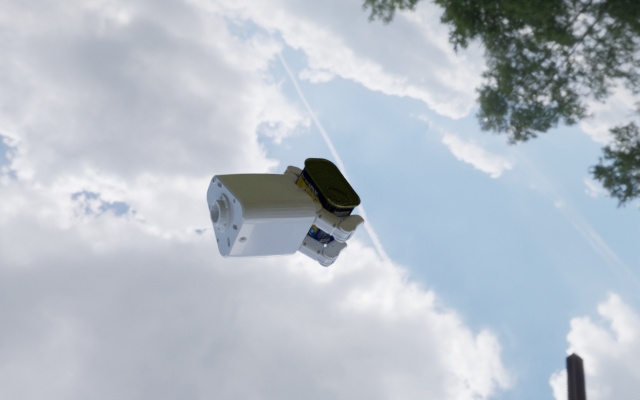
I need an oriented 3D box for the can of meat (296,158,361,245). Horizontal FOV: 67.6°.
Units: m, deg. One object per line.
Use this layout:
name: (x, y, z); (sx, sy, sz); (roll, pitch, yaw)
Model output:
can of meat: (0.000, 0.002, 0.694); (0.057, 0.084, 0.102); (-3, 45, -38)
